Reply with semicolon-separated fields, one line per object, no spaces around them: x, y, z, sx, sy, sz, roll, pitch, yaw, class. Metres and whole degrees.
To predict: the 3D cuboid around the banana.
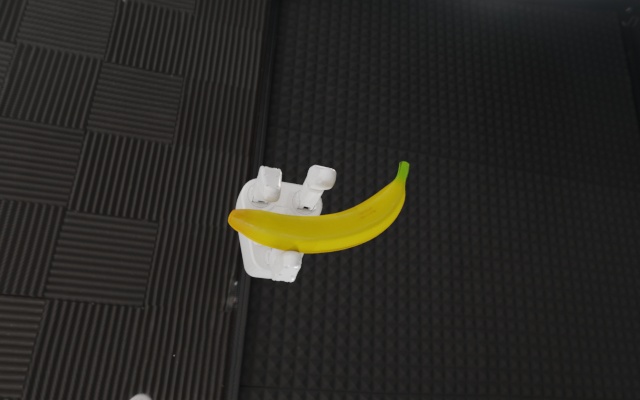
0.009;0.018;0.486;0.198;0.069;0.037;-17;-5;-18;banana
